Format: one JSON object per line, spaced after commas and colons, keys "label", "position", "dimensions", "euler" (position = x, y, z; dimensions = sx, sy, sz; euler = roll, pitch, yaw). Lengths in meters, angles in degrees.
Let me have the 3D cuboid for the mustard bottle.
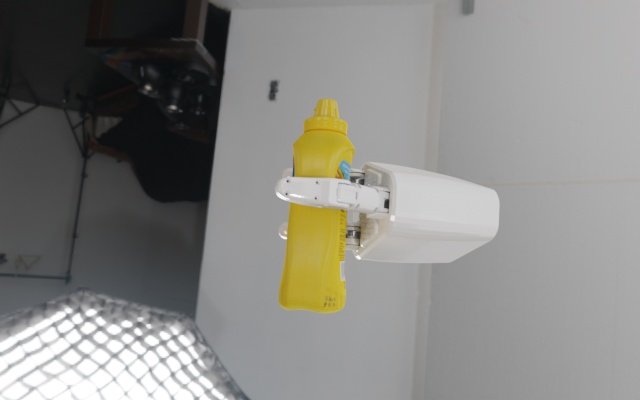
{"label": "mustard bottle", "position": [0.000, 0.002, 0.436], "dimensions": [0.058, 0.191, 0.096], "euler": [3, -7, 11]}
